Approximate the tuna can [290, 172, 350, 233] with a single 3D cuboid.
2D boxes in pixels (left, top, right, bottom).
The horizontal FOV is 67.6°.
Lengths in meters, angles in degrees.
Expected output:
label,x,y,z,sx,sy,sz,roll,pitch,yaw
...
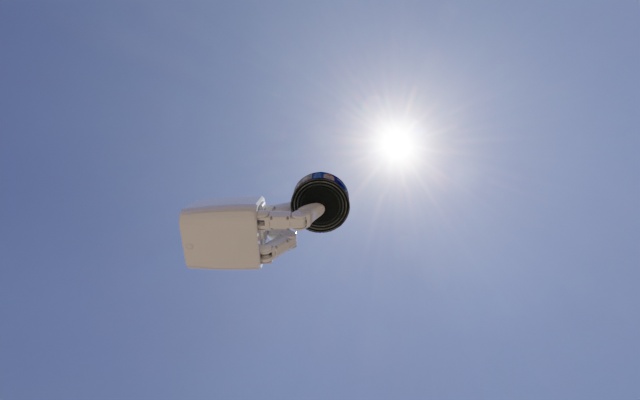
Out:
label,x,y,z,sx,sy,sz,roll,pitch,yaw
tuna can,0.000,0.002,0.700,0.086,0.086,0.033,0,23,3
